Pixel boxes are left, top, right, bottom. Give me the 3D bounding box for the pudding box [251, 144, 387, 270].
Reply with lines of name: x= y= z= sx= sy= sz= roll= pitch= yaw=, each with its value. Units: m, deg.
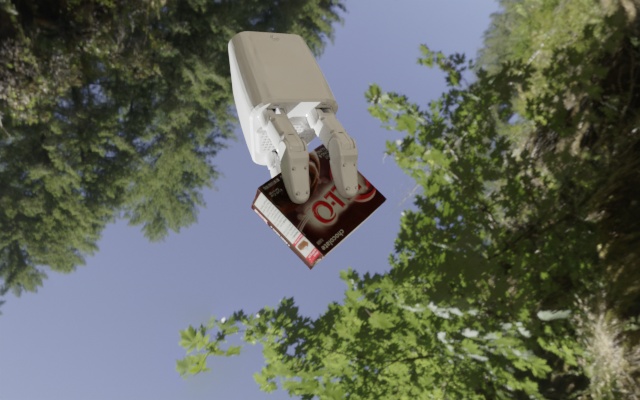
pudding box: x=0.000 y=0.002 z=0.482 sx=0.113 sy=0.090 sz=0.039 roll=-39 pitch=-11 yaw=-37
